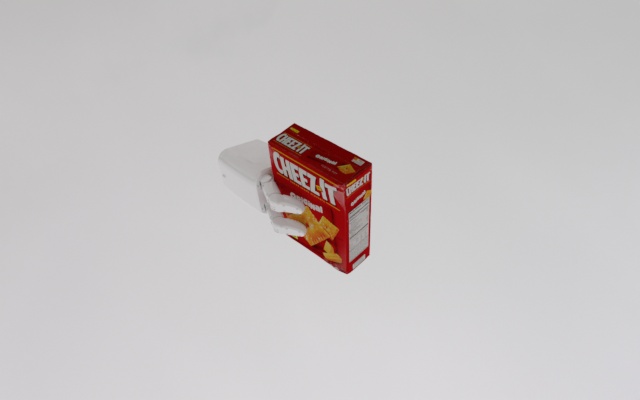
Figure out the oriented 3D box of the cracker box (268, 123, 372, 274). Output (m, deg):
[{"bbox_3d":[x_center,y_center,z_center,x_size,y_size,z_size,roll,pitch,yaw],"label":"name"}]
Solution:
[{"bbox_3d":[0.000,0.003,0.789,0.164,0.214,0.072,31,55,31],"label":"cracker box"}]
